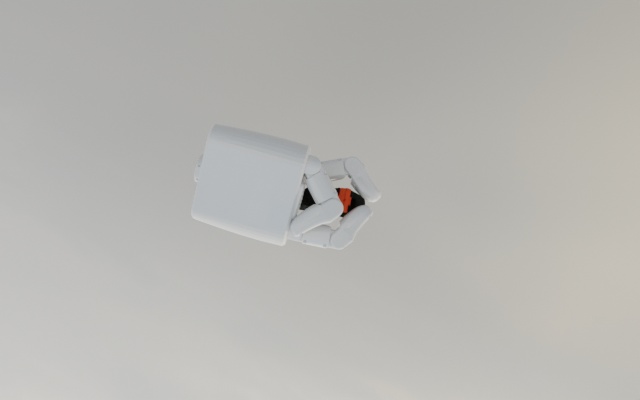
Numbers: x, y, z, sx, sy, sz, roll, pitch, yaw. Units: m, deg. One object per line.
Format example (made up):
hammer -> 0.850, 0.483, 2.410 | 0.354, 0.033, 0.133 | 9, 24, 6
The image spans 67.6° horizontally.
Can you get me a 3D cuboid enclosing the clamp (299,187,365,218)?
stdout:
clamp -> 0.000, 0.003, 0.606 | 0.120, 0.039, 0.171 | 4, -7, -2
